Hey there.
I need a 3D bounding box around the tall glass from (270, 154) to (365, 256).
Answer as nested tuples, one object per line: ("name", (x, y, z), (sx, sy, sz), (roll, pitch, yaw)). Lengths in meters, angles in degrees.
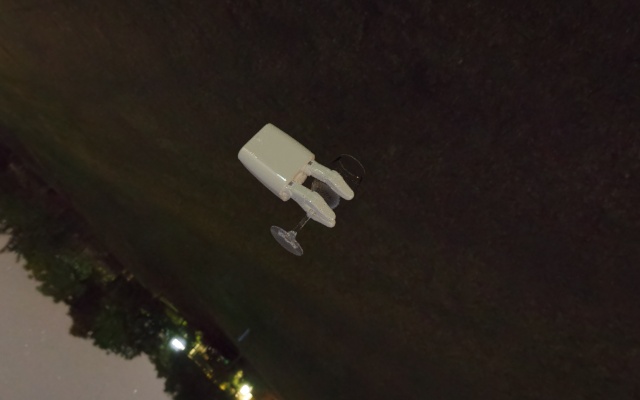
("tall glass", (0.000, 0.003, 0.878), (0.201, 0.079, 0.079), (-48, 23, -23))
